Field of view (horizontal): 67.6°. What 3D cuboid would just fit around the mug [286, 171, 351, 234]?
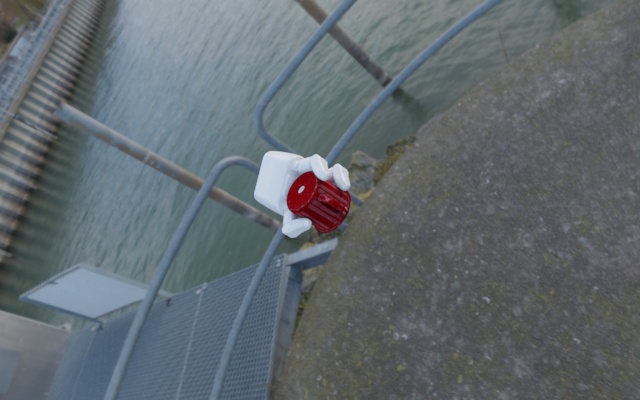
[{"bbox_3d":[0.001,0.003,0.841,0.081,0.093,0.117,33,-8,-35],"label":"mug"}]
